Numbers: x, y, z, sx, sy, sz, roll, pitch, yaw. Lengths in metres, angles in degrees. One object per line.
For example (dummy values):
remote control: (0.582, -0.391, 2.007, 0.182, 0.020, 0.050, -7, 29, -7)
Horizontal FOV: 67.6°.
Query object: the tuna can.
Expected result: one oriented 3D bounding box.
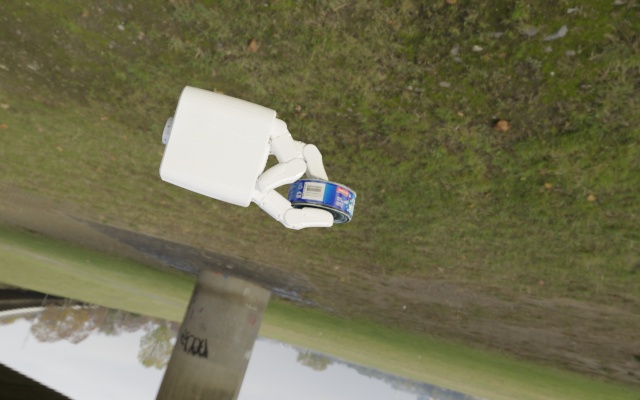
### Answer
tuna can: (0.000, 0.003, 0.601, 0.086, 0.033, 0.086, 10, -16, 3)
